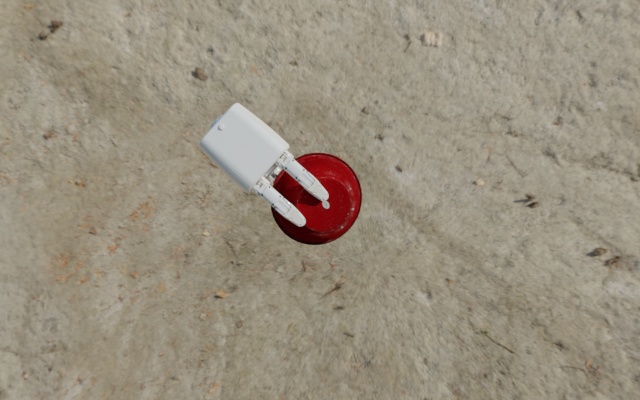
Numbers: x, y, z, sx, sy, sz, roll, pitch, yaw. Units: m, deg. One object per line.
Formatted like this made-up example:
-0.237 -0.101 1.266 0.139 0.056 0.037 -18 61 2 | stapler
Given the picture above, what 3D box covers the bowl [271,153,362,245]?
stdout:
0.001 0.003 0.796 0.162 0.162 0.055 0 10 -14 | bowl
